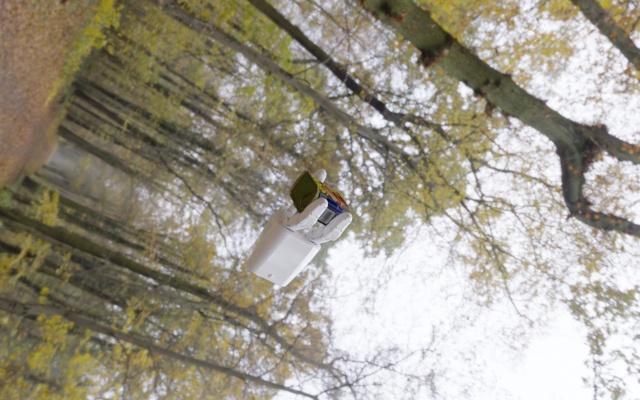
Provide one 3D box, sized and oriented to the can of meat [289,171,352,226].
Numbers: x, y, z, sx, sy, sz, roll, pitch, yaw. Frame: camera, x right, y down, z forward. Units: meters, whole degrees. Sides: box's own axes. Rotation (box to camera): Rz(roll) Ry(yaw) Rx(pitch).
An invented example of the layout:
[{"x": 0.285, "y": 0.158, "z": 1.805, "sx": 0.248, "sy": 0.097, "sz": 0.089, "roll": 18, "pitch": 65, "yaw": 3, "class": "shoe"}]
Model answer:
[{"x": 0.000, "y": 0.003, "z": 0.859, "sx": 0.084, "sy": 0.057, "sz": 0.102, "roll": 32, "pitch": 13, "yaw": -27, "class": "can of meat"}]
